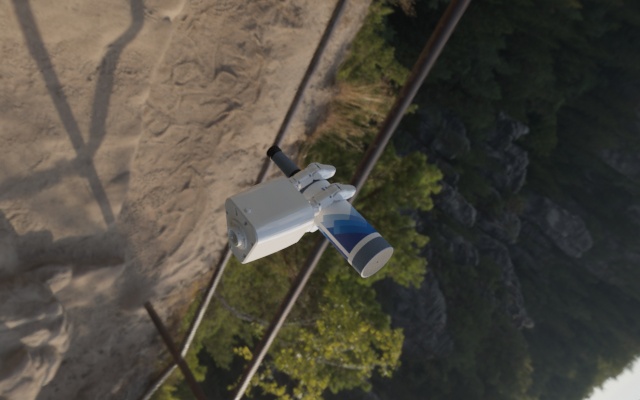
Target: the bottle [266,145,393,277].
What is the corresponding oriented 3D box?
[{"bbox_3d":[0.000,0.003,0.815,0.295,0.069,0.069,47,26,28],"label":"bottle"}]
